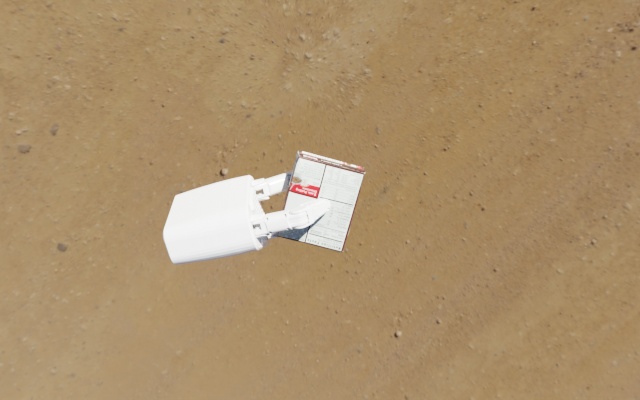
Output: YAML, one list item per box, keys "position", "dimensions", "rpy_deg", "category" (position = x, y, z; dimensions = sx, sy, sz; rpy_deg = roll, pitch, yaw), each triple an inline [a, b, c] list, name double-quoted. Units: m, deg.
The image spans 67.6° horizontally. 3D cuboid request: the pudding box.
- position: [0.000, 0.002, 0.612]
  dimensions: [0.090, 0.113, 0.039]
  rpy_deg: [14, 15, -5]
  category: "pudding box"
